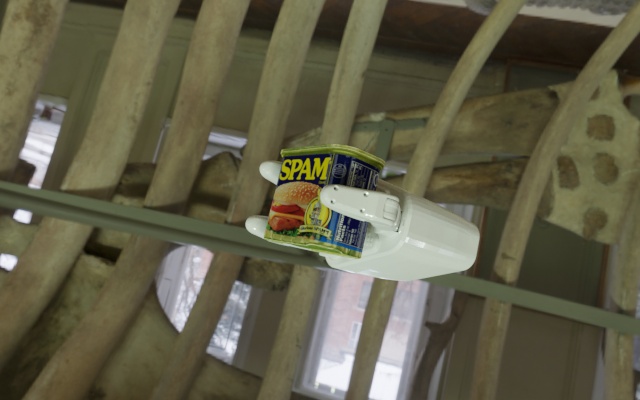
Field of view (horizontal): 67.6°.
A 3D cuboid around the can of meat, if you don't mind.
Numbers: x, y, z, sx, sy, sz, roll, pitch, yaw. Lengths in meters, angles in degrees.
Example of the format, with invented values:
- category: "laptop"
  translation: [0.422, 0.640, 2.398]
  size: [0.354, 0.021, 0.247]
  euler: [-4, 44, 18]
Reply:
- category: "can of meat"
  translation: [0.000, 0.002, 0.416]
  size: [0.057, 0.084, 0.102]
  euler: [19, -10, -38]
